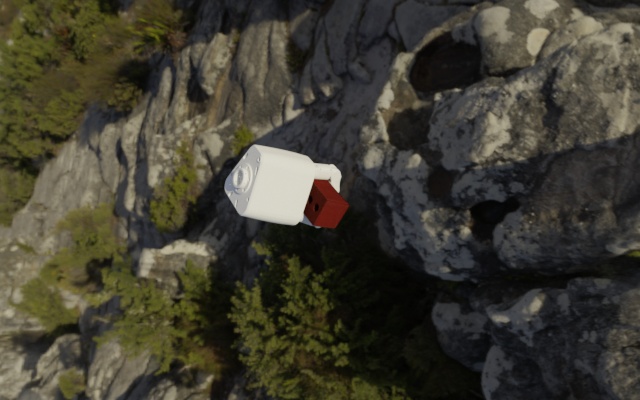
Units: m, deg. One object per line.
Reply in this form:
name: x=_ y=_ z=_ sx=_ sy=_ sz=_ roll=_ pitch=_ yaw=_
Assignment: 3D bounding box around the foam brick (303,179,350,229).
foam brick: x=0.000 y=0.003 z=0.802 sx=0.051 sy=0.053 sz=0.078 roll=11 pitch=28 yaw=-41
